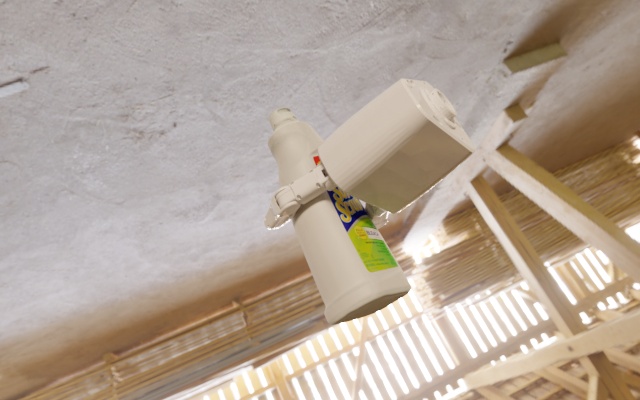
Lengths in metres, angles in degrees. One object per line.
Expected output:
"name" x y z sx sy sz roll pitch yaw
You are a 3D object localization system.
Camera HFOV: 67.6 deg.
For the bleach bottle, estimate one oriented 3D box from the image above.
"bleach bottle" 0.000 0.002 0.515 0.068 0.250 0.102 -39 -24 27
